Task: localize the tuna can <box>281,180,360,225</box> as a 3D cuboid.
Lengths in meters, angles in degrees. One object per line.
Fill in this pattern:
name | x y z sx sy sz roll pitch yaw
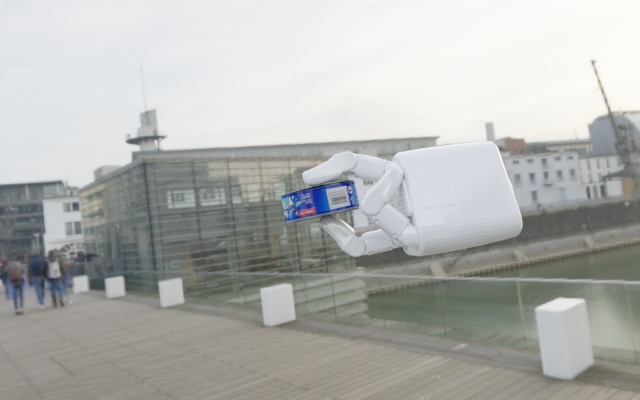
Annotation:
tuna can | 0.000 0.001 0.534 0.086 0.034 0.086 -12 -2 0
